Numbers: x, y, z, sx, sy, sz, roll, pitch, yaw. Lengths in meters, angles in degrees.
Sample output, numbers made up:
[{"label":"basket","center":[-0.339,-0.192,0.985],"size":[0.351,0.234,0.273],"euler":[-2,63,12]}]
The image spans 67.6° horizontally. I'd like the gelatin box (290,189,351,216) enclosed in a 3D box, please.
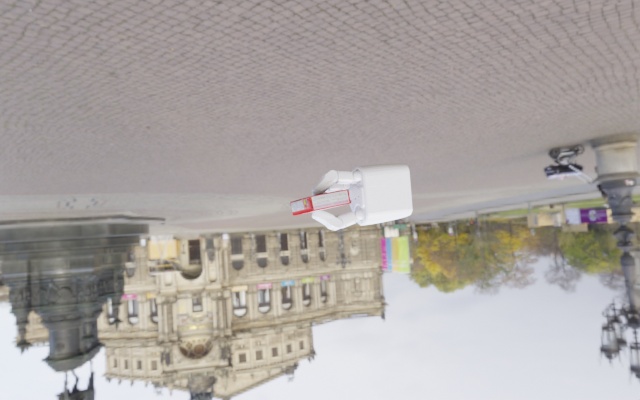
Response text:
[{"label":"gelatin box","center":[0.000,0.003,0.885],"size":[0.089,0.030,0.073],"euler":[-12,-1,-33]}]
